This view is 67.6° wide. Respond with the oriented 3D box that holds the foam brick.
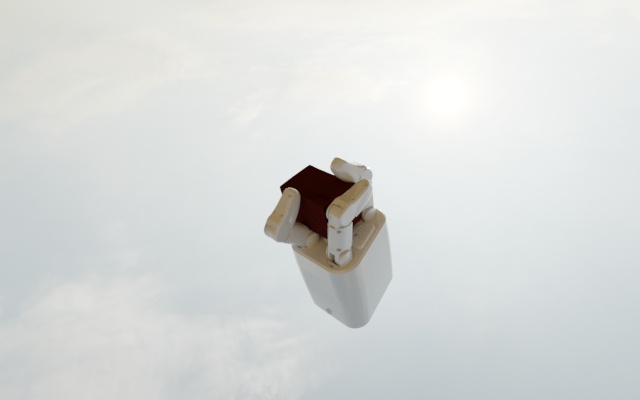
[{"bbox_3d":[0.000,0.002,0.551,0.053,0.051,0.078,-37,42,-28],"label":"foam brick"}]
